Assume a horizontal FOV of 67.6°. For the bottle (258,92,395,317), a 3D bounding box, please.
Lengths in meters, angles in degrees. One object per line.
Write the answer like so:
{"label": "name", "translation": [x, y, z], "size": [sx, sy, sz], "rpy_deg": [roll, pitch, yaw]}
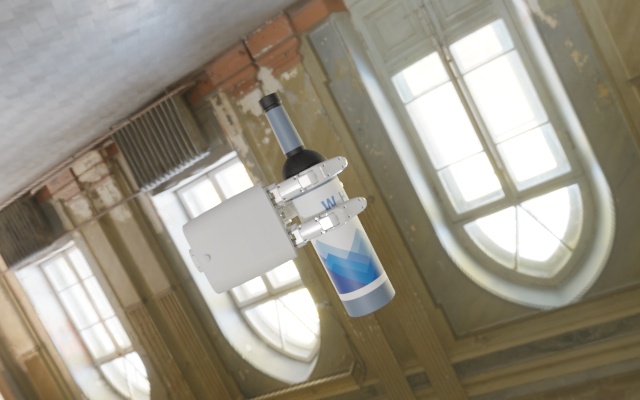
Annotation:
{"label": "bottle", "translation": [0.000, 0.002, 0.606], "size": [0.069, 0.296, 0.069], "rpy_deg": [-27, 4, 2]}
